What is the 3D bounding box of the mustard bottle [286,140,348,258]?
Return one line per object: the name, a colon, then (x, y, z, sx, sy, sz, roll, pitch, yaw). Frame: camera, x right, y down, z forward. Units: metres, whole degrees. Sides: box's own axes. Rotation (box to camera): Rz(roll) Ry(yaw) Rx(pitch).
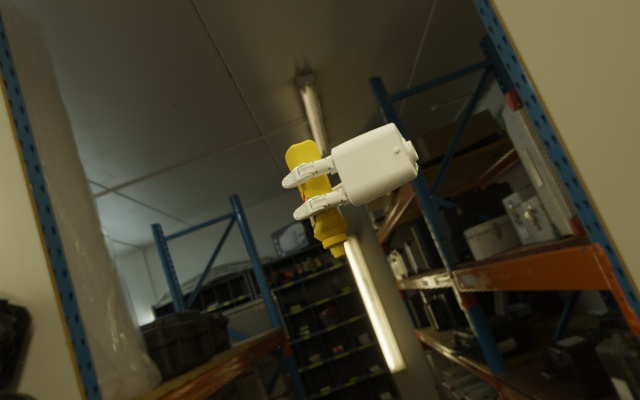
mustard bottle: (0.000, 0.002, 0.788, 0.058, 0.191, 0.096, -20, -11, -8)
